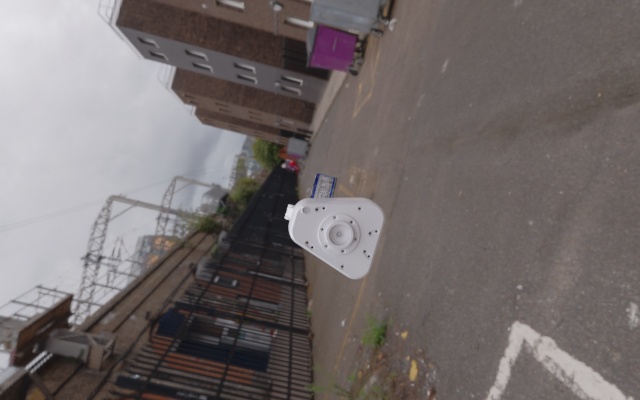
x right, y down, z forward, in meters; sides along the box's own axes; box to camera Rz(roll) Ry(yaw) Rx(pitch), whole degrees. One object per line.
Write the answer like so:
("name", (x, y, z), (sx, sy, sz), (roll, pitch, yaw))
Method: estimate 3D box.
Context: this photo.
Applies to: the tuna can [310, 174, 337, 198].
("tuna can", (0.000, 0.002, 0.737), (0.034, 0.086, 0.086), (14, 0, 1))
